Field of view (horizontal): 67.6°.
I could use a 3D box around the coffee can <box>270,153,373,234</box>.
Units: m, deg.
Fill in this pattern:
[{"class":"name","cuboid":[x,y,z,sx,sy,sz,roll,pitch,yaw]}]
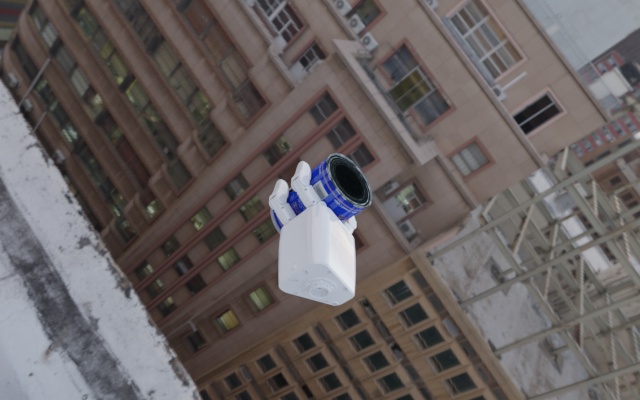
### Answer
[{"class":"coffee can","cuboid":[0.000,0.003,0.791,0.140,0.102,0.103,-37,-22,32]}]
